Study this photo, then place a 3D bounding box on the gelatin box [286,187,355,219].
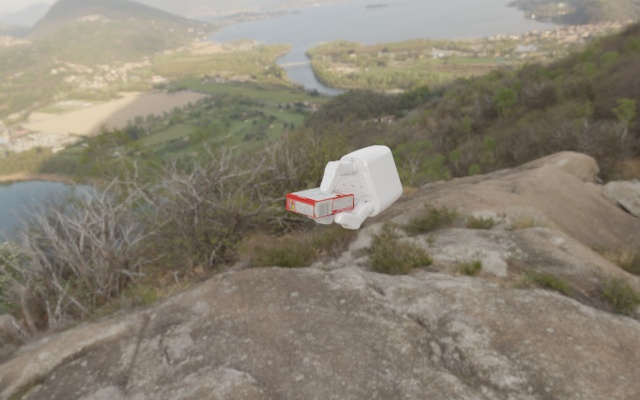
[{"bbox_3d":[0.000,0.002,0.783,0.089,0.030,0.073,-12,19,-41],"label":"gelatin box"}]
